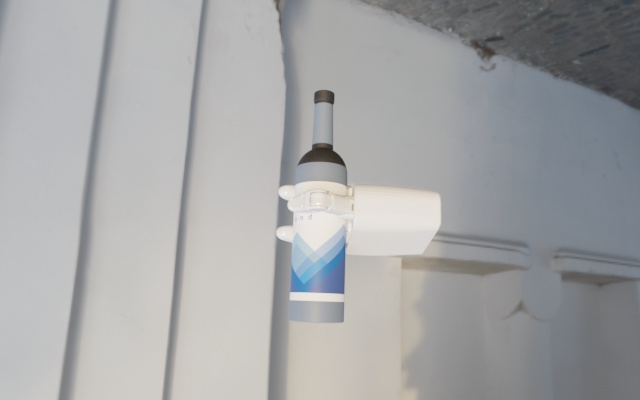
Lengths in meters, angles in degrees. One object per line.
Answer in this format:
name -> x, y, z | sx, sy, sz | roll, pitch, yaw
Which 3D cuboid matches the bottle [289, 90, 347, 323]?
bottle -> 0.000, 0.002, 0.605 | 0.069, 0.295, 0.069 | 2, -12, 0
